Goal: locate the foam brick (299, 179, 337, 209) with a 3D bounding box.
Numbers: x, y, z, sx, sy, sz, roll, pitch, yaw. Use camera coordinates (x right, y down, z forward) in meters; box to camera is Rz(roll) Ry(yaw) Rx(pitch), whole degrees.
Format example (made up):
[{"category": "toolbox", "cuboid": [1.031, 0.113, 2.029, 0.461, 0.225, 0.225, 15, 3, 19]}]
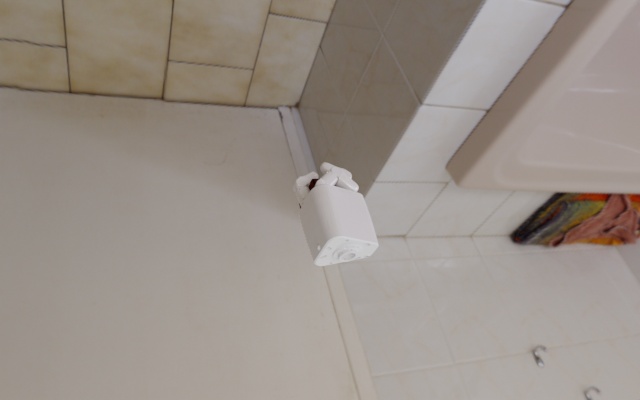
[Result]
[{"category": "foam brick", "cuboid": [0.000, 0.003, 0.888, 0.053, 0.051, 0.078, 1, -37, -25]}]
